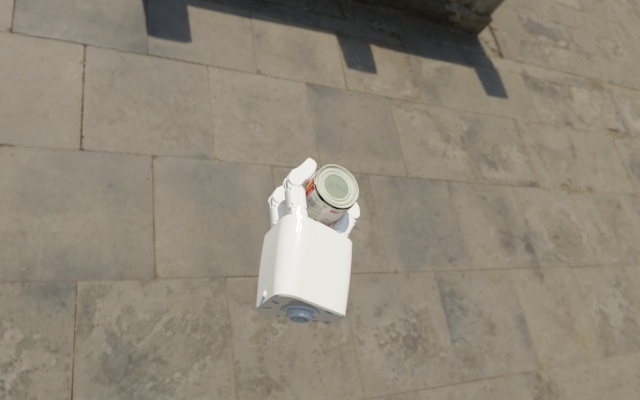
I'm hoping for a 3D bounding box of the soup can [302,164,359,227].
[{"bbox_3d":[0.000,0.002,0.666,0.068,0.068,0.102,0,-25,-29],"label":"soup can"}]
